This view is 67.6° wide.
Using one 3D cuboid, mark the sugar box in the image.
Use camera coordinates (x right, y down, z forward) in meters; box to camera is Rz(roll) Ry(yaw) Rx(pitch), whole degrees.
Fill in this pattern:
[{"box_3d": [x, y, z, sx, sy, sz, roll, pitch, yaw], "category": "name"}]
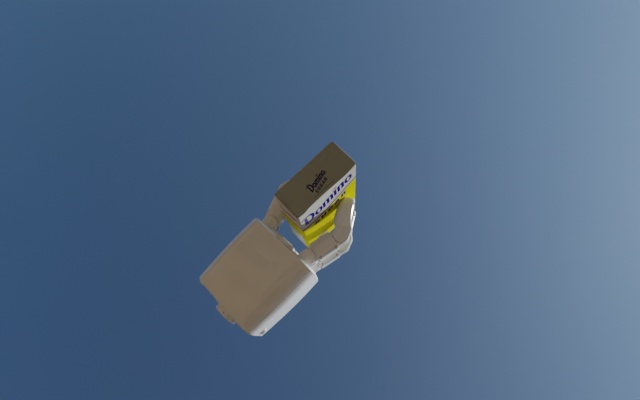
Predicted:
[{"box_3d": [0.000, 0.002, 0.608, 0.093, 0.048, 0.176, -43, -13, -9], "category": "sugar box"}]
